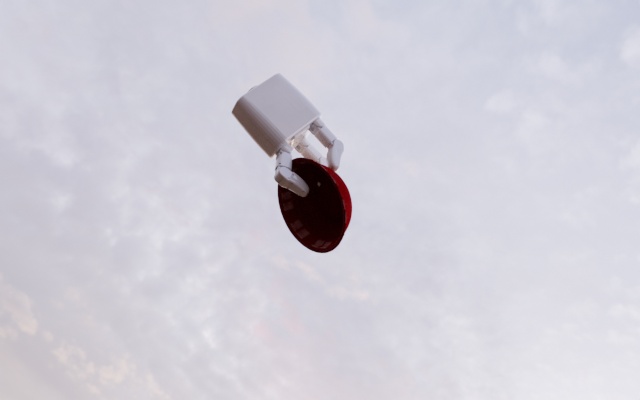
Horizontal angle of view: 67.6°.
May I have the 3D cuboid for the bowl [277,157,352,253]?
[{"bbox_3d":[0.001,0.004,0.789,0.055,0.162,0.162,-21,14,-40],"label":"bowl"}]
